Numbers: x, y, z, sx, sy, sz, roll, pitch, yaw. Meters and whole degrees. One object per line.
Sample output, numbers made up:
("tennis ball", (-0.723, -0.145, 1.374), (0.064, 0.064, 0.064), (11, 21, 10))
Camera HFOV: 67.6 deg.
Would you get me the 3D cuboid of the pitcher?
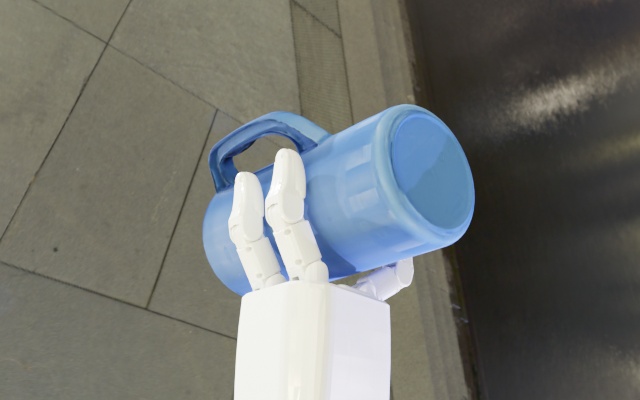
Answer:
("pitcher", (0.000, 0.002, 0.424), (0.149, 0.145, 0.243), (18, -26, -35))
